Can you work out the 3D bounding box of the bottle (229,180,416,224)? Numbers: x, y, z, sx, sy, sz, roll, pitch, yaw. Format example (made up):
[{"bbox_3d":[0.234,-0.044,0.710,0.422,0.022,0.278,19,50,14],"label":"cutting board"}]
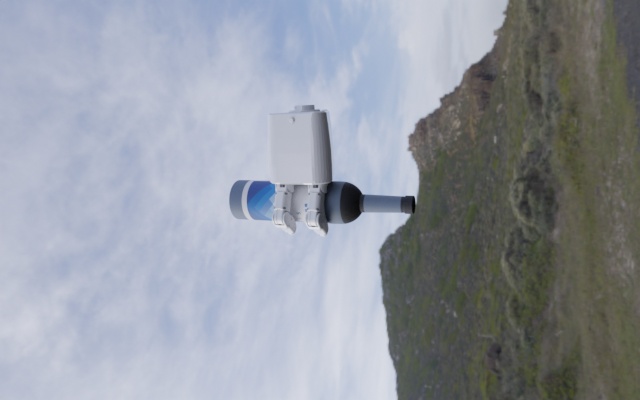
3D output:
[{"bbox_3d":[0.000,0.003,0.753,0.295,0.069,0.069,2,1,21],"label":"bottle"}]
